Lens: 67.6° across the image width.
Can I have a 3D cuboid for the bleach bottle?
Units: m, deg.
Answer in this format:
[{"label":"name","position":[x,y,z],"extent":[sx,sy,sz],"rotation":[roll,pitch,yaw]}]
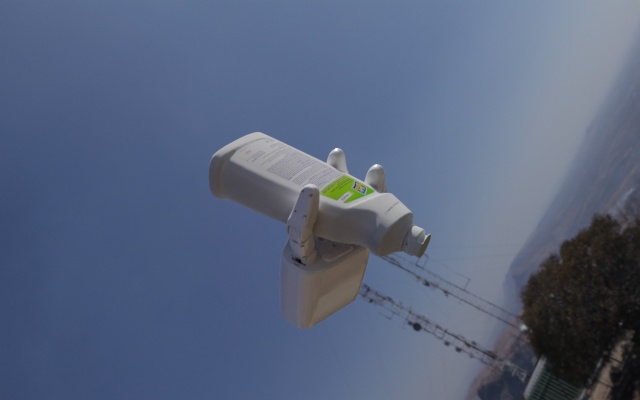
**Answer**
[{"label":"bleach bottle","position":[0.000,0.002,0.539],"extent":[0.251,0.068,0.102],"rotation":[26,40,23]}]
